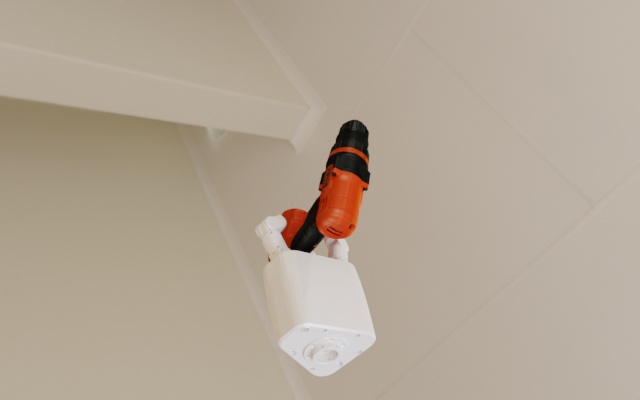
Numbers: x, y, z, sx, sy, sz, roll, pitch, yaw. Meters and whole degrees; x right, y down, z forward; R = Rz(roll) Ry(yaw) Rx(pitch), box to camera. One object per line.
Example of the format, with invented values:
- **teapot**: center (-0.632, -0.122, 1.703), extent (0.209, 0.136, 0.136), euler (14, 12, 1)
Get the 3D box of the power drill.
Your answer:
- **power drill**: center (0.000, 0.003, 0.629), extent (0.057, 0.184, 0.188), euler (26, -42, -12)
